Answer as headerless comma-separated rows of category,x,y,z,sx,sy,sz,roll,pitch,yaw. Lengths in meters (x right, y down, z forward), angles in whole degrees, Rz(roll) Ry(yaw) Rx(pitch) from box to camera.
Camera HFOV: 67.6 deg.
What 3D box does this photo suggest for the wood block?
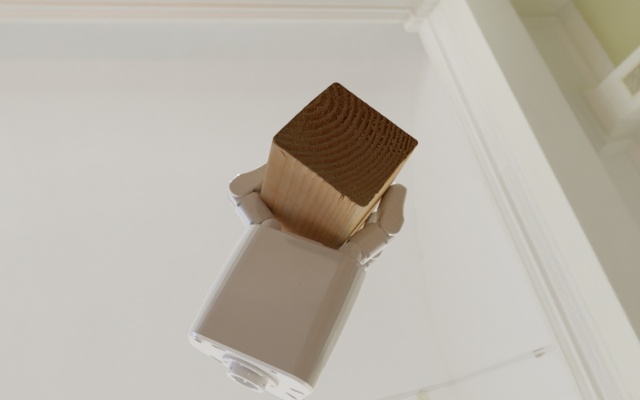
wood block,0.000,0.002,0.462,0.091,0.090,0.206,38,-31,8
